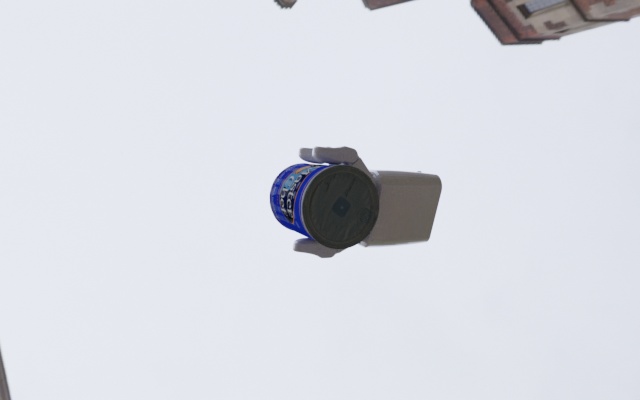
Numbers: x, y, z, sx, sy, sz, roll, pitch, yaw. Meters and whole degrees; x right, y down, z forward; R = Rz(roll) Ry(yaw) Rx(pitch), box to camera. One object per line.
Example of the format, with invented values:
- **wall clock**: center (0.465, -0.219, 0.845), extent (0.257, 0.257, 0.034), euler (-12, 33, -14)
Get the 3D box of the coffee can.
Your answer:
- **coffee can**: center (0.000, 0.002, 0.638), extent (0.103, 0.103, 0.140), euler (0, 5, -22)
